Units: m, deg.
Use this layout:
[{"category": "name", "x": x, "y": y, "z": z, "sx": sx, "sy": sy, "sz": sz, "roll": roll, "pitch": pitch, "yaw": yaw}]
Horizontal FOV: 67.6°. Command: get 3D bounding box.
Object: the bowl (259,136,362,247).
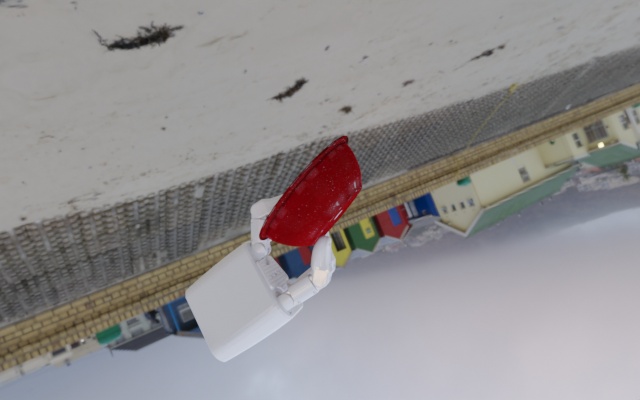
[{"category": "bowl", "x": 0.001, "y": 0.001, "z": 0.569, "sx": 0.055, "sy": 0.162, "sz": 0.162, "roll": 40, "pitch": 5, "yaw": 7}]
